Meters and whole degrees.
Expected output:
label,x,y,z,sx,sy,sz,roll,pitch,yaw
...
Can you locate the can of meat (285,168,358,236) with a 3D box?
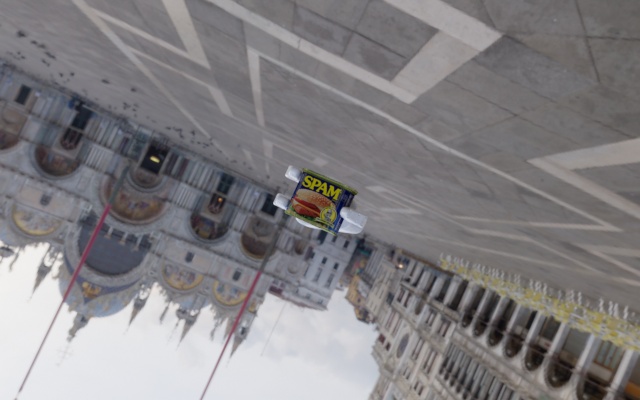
label,x,y,z,sx,sy,sz,roll,pitch,yaw
can of meat,0.000,0.003,0.815,0.102,0.084,0.057,24,-2,18
